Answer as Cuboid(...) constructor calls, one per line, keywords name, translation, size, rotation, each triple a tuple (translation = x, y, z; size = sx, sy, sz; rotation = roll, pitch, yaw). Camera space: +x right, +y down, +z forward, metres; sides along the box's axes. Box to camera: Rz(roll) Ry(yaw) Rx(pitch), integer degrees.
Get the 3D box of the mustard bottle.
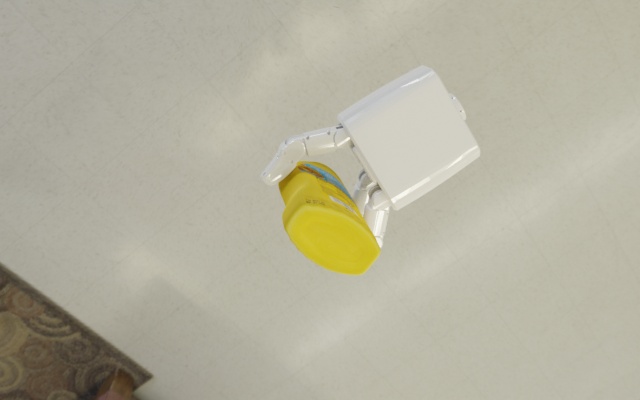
Cuboid(name="mustard bottle", translation=(0.000, 0.002, 0.519), size=(0.096, 0.058, 0.191), rotation=(30, 15, -19))
